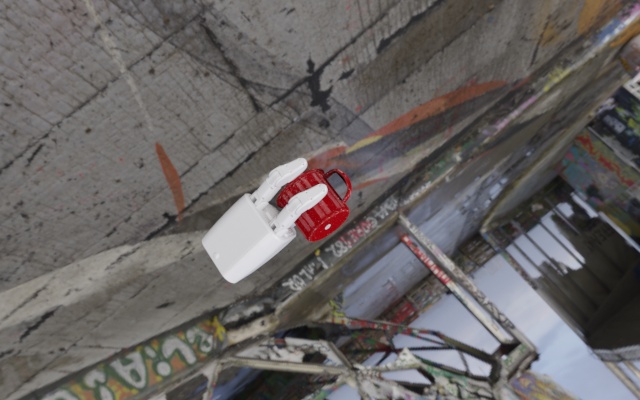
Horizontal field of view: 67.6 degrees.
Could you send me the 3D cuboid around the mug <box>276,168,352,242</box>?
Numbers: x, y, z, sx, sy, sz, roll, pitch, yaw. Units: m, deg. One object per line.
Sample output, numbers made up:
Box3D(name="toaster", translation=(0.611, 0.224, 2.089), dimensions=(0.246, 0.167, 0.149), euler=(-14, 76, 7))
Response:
Box3D(name="mug", translation=(0.001, 0.002, 0.744), dimensions=(0.117, 0.081, 0.093), euler=(-42, -20, 12))
